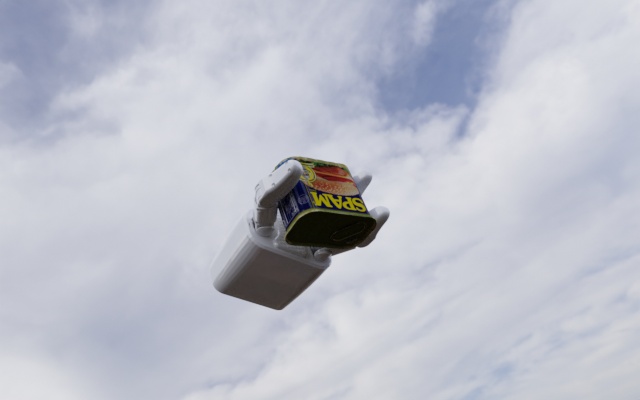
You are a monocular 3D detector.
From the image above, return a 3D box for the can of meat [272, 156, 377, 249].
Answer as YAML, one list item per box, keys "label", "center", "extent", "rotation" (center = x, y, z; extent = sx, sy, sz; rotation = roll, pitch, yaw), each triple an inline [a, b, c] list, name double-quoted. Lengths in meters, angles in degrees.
- label: "can of meat"
  center: [0.000, 0.001, 0.525]
  extent: [0.102, 0.084, 0.057]
  rotation: [8, -45, -34]
